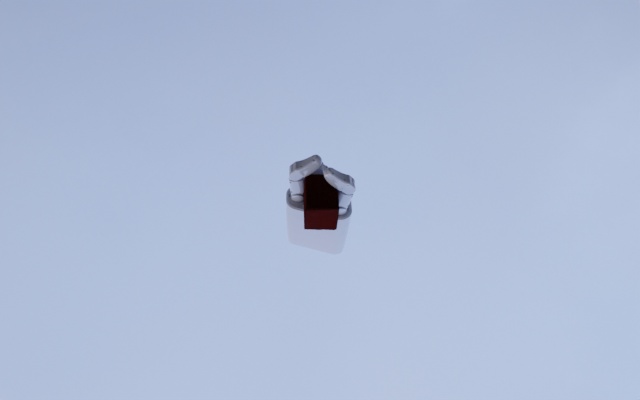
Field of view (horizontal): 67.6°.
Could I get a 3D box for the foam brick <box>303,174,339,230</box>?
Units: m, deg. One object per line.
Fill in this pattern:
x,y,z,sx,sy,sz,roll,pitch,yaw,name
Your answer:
0.000,0.003,0.757,0.053,0.078,0.051,2,-43,-4,foam brick
